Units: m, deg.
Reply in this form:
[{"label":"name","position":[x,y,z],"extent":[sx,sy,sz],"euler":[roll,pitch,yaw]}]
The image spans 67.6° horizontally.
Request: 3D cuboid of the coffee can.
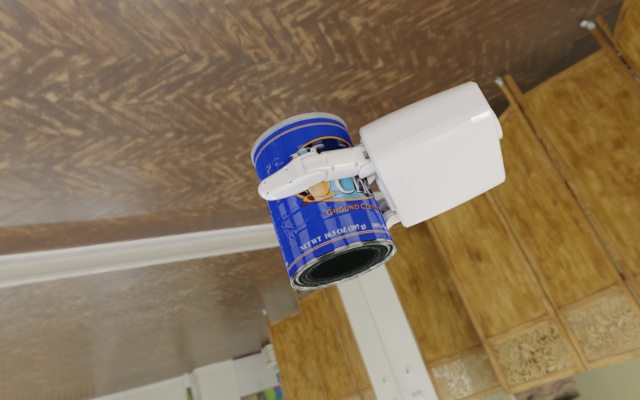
[{"label":"coffee can","position":[0.000,0.001,0.462],"extent":[0.103,0.140,0.103],"euler":[-16,-24,-8]}]
